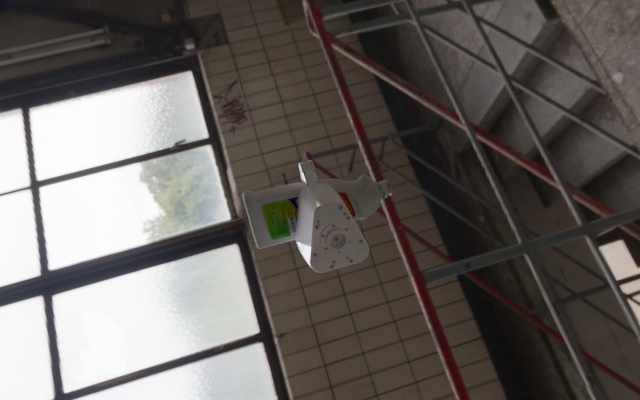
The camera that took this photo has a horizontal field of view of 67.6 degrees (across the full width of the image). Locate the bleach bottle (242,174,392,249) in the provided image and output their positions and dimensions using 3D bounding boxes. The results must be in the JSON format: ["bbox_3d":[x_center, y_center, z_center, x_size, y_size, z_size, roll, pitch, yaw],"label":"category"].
[{"bbox_3d":[0.000,0.003,0.824,0.251,0.102,0.068,-16,18,-8],"label":"bleach bottle"}]
